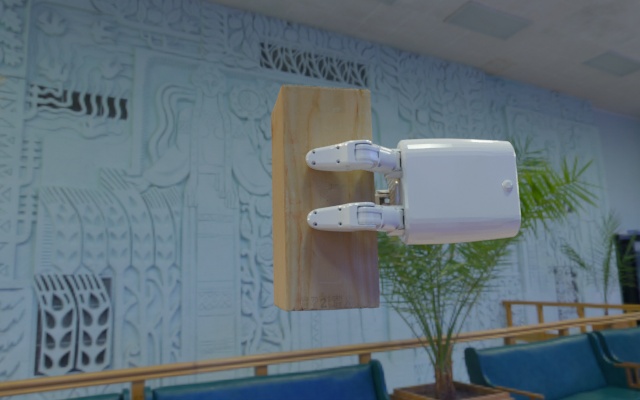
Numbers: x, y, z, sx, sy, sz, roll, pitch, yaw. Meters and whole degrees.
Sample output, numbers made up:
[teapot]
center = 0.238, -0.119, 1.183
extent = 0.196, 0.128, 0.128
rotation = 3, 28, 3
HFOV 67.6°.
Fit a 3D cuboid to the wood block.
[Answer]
[wood block]
center = 0.000, 0.001, 0.478
extent = 0.090, 0.206, 0.091
rotation = 0, -9, -12
